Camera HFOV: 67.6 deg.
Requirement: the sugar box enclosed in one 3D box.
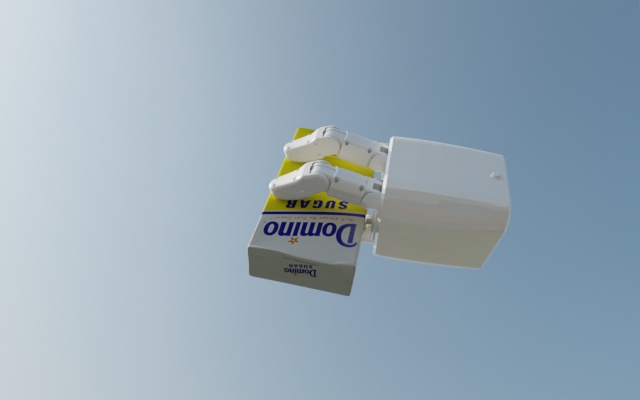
[{"bbox_3d":[0.000,0.001,0.459,0.093,0.048,0.176,10,42,6],"label":"sugar box"}]
